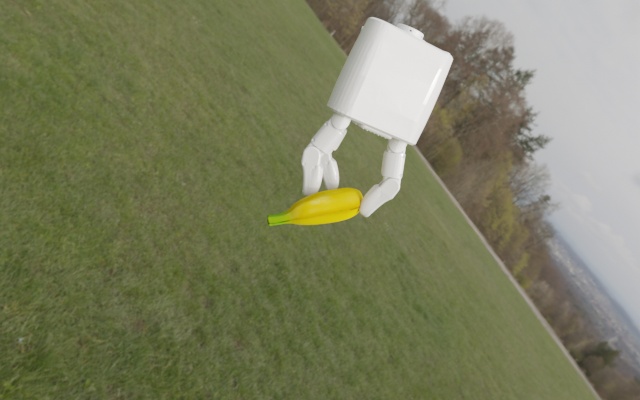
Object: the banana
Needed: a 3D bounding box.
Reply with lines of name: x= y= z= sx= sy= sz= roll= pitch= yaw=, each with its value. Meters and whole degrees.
banana: x=0.015 y=0.003 z=0.580 sx=0.069 sy=0.037 sz=0.198 roll=3 pitch=6 yaw=27
